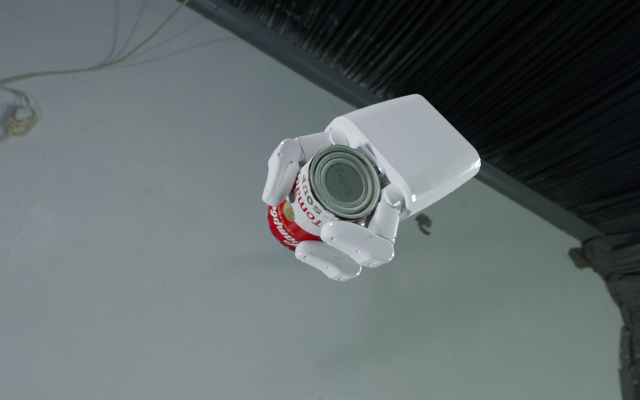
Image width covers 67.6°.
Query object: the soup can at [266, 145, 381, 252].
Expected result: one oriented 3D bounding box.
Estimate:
[{"bbox_3d":[0.000,0.001,0.427,0.068,0.068,0.102,0,-20,-27],"label":"soup can"}]
